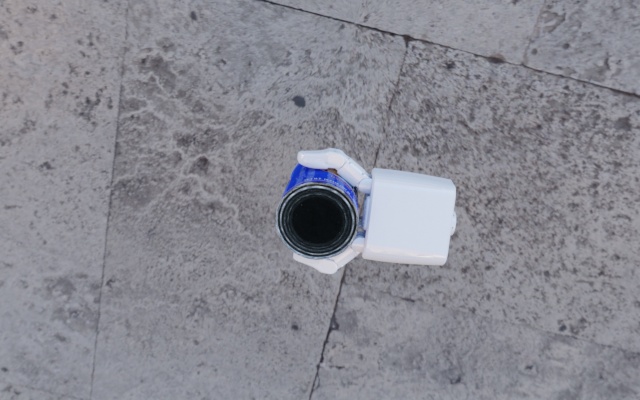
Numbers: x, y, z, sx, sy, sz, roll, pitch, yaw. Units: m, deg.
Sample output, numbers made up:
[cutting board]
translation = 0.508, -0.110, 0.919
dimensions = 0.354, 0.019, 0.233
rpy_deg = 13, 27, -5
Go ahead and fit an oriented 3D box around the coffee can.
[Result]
[coffee can]
translation = 0.000, 0.002, 0.641
dimensions = 0.103, 0.103, 0.140
rpy_deg = 0, 20, 4
